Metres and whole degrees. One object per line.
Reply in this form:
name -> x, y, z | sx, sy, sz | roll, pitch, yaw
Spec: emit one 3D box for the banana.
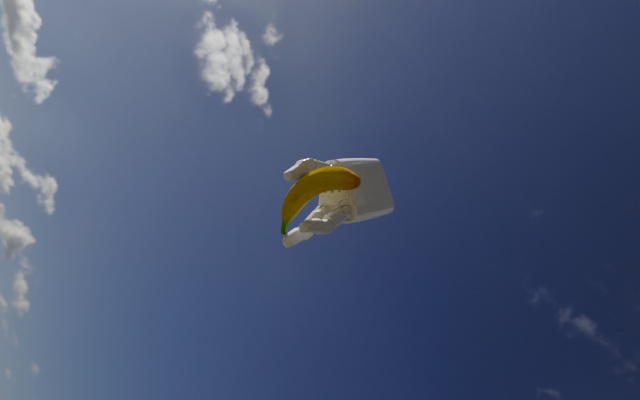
banana -> -0.008, -0.013, 0.753 | 0.037, 0.069, 0.198 | -5, -21, -41
